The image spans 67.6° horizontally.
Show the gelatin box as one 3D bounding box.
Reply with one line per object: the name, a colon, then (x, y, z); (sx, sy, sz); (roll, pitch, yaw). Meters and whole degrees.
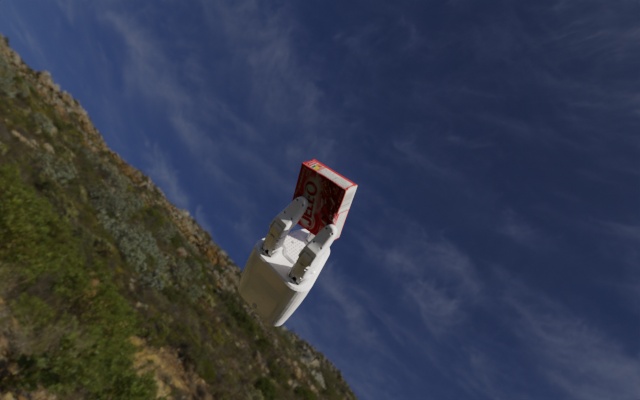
gelatin box: (0.000, 0.002, 0.625); (0.073, 0.089, 0.030); (33, 34, 24)
